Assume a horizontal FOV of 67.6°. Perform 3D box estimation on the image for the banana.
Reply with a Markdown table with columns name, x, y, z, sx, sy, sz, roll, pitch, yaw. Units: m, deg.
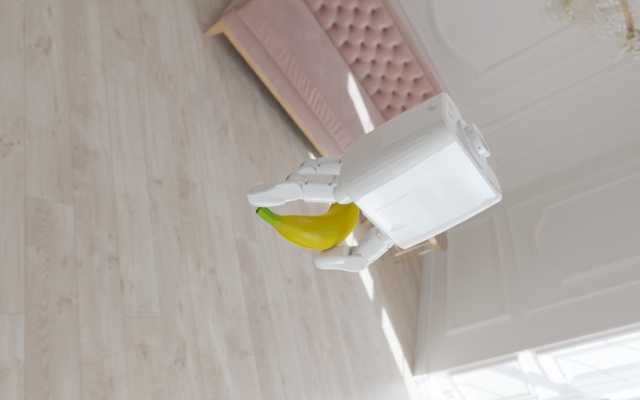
| name | x | y | z | sx | sy | sz | roll | pitch | yaw |
| --- | --- | --- | --- | --- | --- | --- | --- | --- | --- |
| banana | 0.008 | 0.018 | 0.541 | 0.037 | 0.069 | 0.198 | -34 | -9 | 27 |
